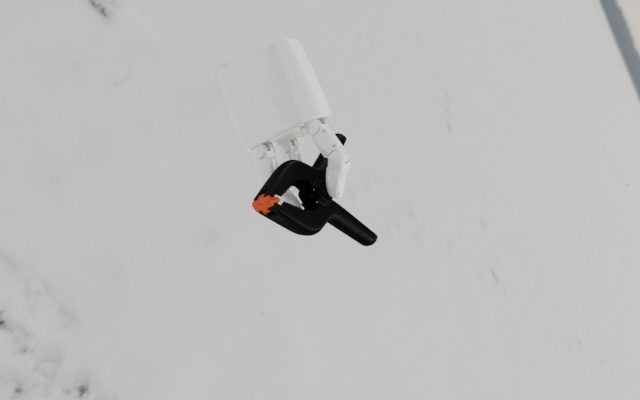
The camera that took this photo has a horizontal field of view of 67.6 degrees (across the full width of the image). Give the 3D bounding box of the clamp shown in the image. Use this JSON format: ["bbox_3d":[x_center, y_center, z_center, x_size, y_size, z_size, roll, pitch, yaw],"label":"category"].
[{"bbox_3d":[0.000,0.002,0.603,0.036,0.164,0.210,-22,0,36],"label":"clamp"}]
